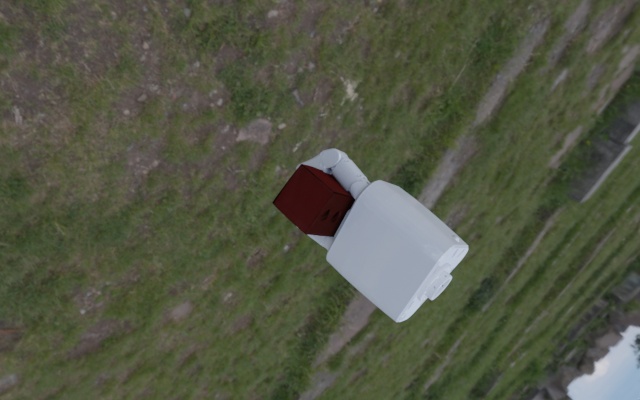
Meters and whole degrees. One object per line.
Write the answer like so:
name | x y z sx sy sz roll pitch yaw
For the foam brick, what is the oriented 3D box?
foam brick | 0.000 0.002 0.503 0.051 0.053 0.078 43 15 25
